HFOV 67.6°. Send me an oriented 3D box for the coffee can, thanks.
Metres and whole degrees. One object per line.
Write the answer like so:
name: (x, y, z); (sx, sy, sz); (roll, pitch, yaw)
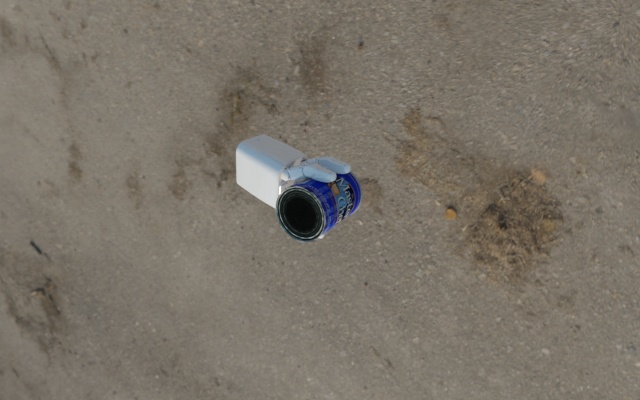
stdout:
coffee can: (0.000, 0.003, 0.870); (0.103, 0.103, 0.140); (0, 18, 33)
